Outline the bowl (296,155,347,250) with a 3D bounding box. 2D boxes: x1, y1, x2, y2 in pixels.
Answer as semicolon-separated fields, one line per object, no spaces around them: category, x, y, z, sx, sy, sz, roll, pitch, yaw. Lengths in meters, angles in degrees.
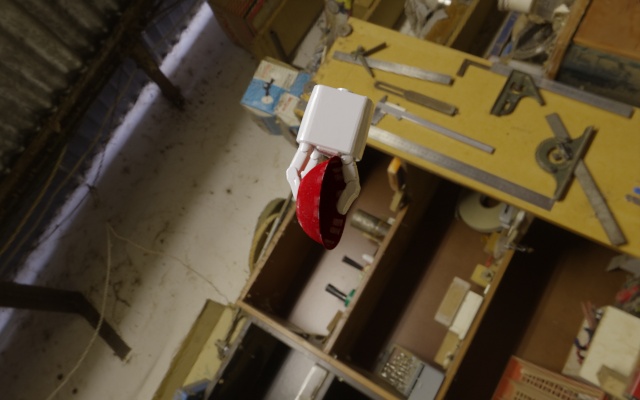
bowl;-0.001;0.004;0.819;0.055;0.162;0.162;3;1;19
